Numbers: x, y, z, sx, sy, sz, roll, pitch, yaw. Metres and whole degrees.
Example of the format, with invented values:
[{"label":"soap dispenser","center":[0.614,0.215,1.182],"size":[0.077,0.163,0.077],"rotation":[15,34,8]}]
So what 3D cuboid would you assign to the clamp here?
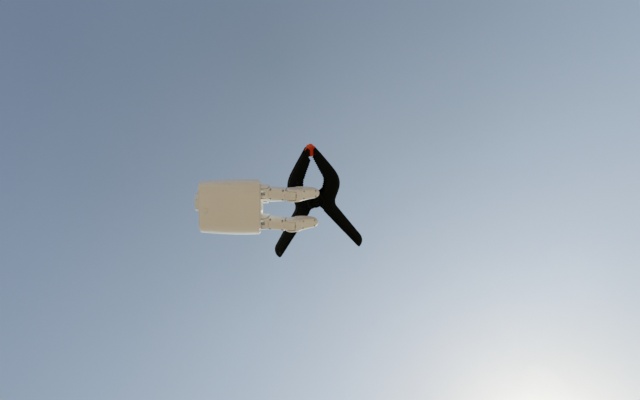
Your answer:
[{"label":"clamp","center":[0.000,0.002,0.871],"size":[0.164,0.210,0.036],"rotation":[-1,16,-10]}]
